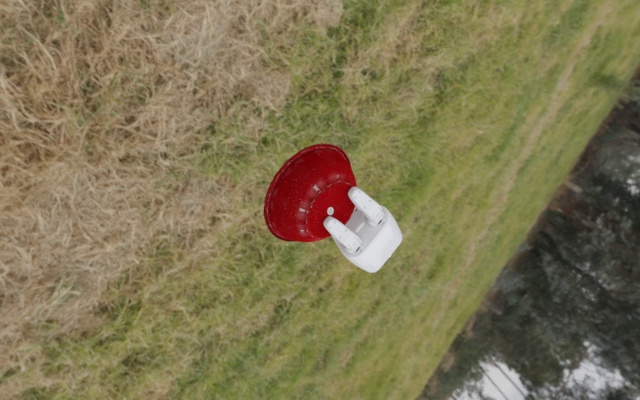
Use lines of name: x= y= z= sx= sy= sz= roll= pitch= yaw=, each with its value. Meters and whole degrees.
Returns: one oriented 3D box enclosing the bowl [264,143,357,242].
bowl: x=0.000 y=0.002 z=0.687 sx=0.162 sy=0.162 sz=0.055 roll=0 pitch=27 yaw=-43
